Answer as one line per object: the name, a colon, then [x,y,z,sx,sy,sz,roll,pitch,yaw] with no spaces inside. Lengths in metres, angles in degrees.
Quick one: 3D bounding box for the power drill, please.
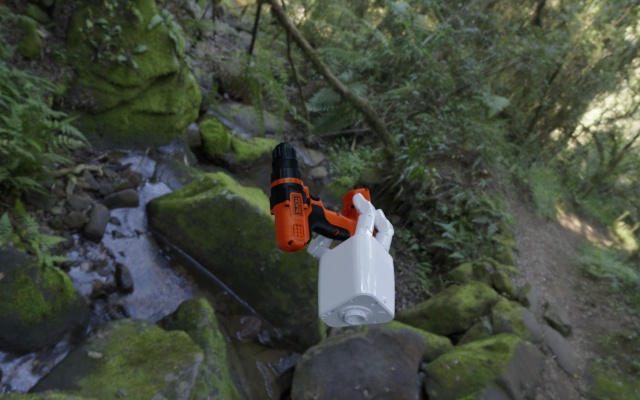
power drill: [0.001,0.003,0.796,0.188,0.184,0.057,11,-26,-35]
